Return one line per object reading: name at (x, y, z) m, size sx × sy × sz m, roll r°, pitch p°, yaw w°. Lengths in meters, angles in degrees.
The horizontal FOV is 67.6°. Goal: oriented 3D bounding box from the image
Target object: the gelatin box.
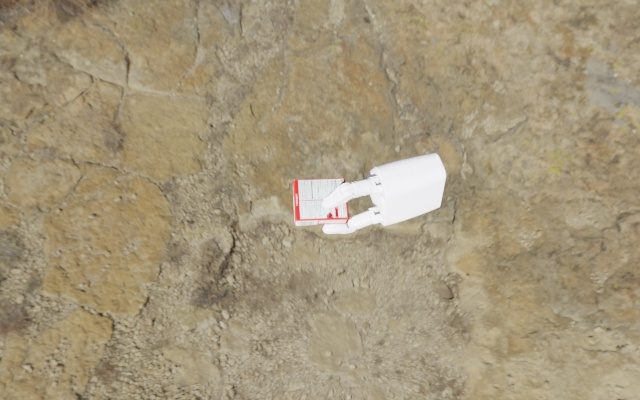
gelatin box at (0.000, 0.002, 0.789) m, size 0.089 × 0.073 × 0.030 m, roll -2°, pitch -21°, yaw -6°
